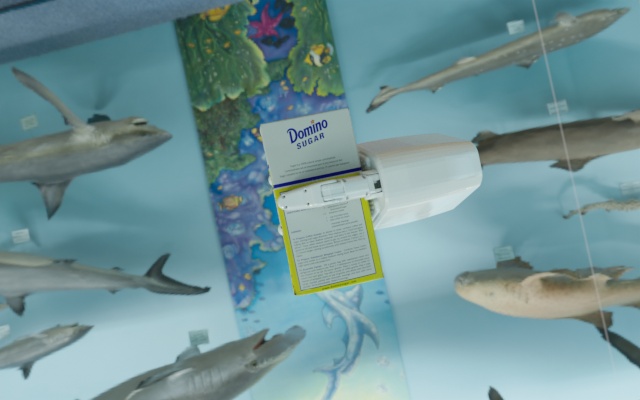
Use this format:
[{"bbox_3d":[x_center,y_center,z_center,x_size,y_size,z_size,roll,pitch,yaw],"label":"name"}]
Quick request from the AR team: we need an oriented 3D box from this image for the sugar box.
[{"bbox_3d":[0.000,0.002,0.491,0.093,0.176,0.048,-11,-1,-7],"label":"sugar box"}]
